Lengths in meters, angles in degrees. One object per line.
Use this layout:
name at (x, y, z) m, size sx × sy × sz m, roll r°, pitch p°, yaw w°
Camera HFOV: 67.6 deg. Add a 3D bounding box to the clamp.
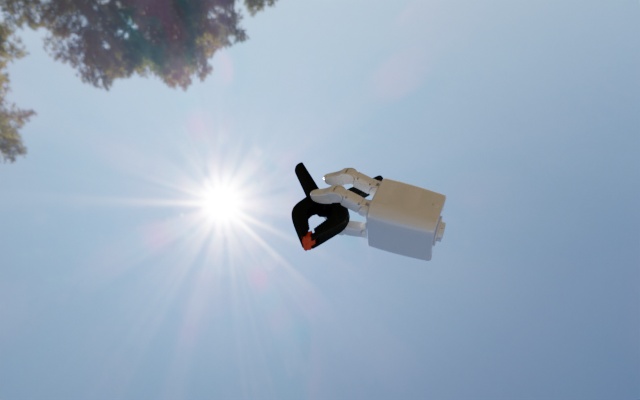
clamp at (0.000, 0.004, 0.800) m, size 0.164 × 0.036 × 0.210 m, roll 14°, pitch 40°, yaw 19°
